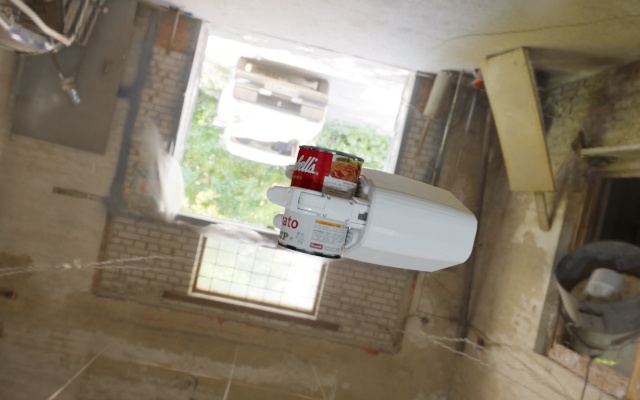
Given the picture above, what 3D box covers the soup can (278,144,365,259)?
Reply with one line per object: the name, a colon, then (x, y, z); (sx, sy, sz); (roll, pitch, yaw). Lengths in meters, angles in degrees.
soup can: (0.000, 0.002, 0.480); (0.068, 0.102, 0.068); (13, 0, 0)
